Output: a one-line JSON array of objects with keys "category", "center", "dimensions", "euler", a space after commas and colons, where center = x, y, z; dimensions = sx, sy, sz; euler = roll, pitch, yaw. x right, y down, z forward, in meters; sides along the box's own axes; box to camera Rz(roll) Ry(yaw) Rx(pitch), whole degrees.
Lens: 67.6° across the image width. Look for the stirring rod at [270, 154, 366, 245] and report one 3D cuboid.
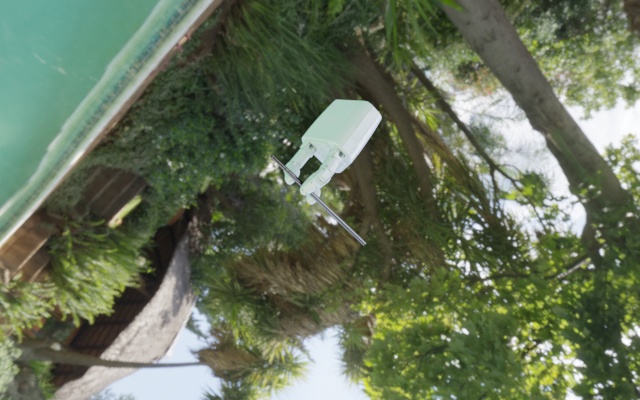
[{"category": "stirring rod", "center": [0.000, 0.003, 0.844], "dimensions": [0.239, 0.011, 0.011], "euler": [43, -18, -20]}]
